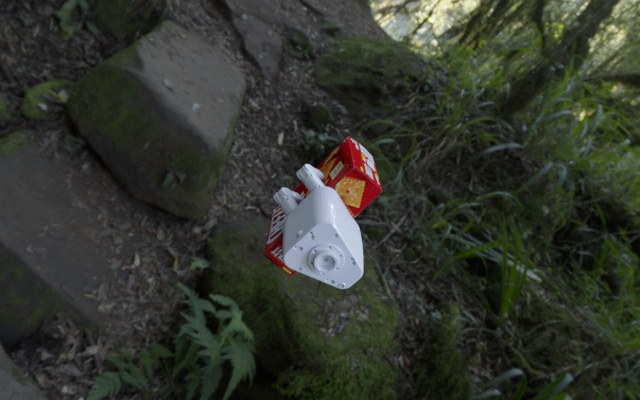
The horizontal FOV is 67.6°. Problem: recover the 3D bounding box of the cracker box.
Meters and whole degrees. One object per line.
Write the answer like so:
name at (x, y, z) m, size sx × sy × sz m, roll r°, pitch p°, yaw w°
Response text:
cracker box at (0.000, 0.003, 0.819) m, size 0.072 × 0.214 × 0.164 m, roll 41°, pitch 19°, yaw -17°
